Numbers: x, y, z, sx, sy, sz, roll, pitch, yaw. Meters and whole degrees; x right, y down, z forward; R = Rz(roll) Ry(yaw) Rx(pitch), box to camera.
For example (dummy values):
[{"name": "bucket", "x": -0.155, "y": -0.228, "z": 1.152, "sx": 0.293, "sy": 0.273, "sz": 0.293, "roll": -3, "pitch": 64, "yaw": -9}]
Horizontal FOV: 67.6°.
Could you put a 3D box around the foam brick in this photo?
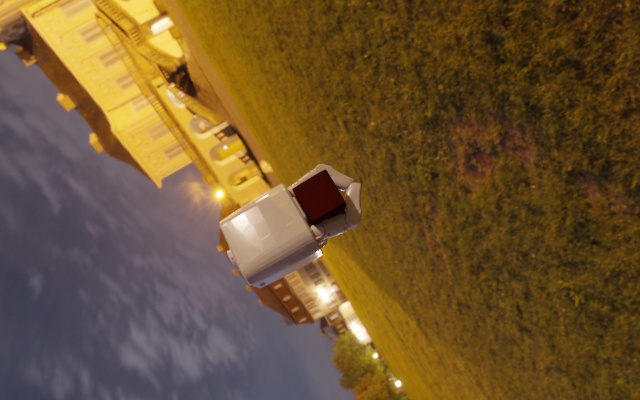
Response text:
[{"name": "foam brick", "x": 0.000, "y": 0.002, "z": 0.640, "sx": 0.051, "sy": 0.053, "sz": 0.078, "roll": -30, "pitch": -14, "yaw": -3}]
